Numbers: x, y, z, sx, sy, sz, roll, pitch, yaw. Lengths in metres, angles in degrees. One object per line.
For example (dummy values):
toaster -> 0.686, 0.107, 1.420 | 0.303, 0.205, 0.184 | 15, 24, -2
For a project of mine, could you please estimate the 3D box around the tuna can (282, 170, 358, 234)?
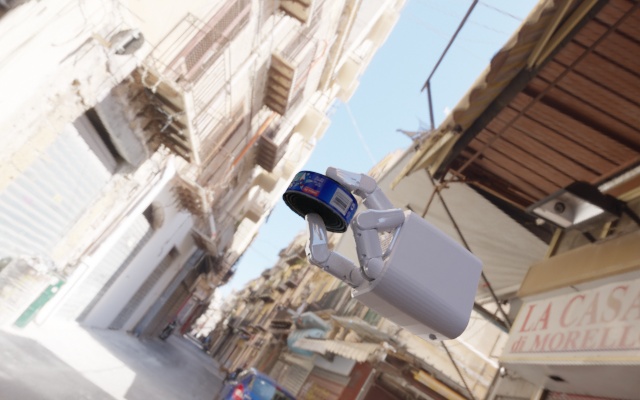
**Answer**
tuna can -> 0.000, 0.001, 0.560 | 0.086, 0.033, 0.086 | 26, -20, 10
